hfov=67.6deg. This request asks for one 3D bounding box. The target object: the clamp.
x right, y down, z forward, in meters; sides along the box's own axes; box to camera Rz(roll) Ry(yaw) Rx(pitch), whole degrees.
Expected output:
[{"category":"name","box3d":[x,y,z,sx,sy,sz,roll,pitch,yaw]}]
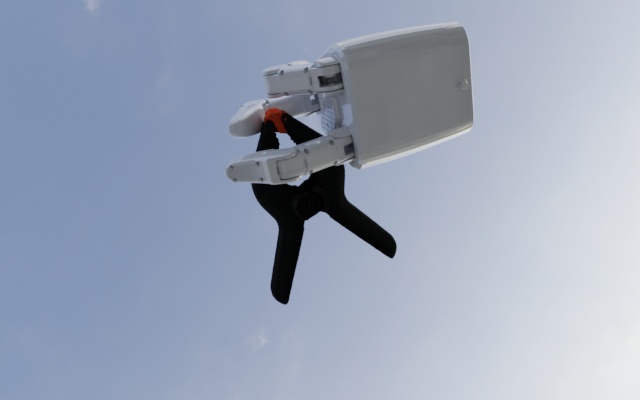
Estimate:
[{"category":"clamp","box3d":[0.000,0.001,0.411,0.120,0.171,0.039,-17,23,-13]}]
